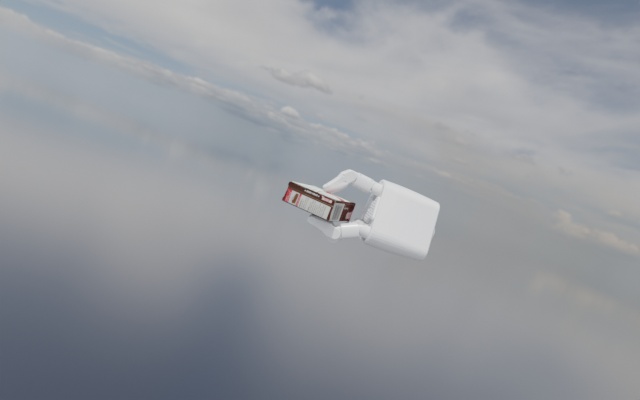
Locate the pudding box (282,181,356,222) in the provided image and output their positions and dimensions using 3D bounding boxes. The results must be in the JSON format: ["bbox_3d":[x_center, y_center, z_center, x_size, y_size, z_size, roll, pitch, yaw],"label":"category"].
[{"bbox_3d":[0.000,0.002,0.804,0.090,0.039,0.113,23,4,20],"label":"pudding box"}]
